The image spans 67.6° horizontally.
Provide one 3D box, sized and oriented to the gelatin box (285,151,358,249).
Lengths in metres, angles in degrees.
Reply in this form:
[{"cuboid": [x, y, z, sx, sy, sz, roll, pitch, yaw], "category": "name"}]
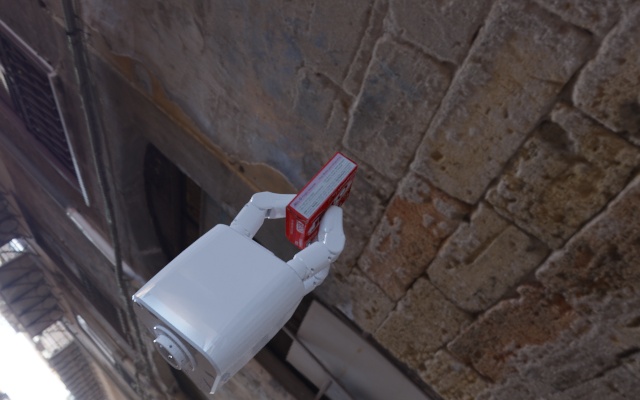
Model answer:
[{"cuboid": [0.000, 0.001, 0.509, 0.030, 0.089, 0.073, 36, -25, 12], "category": "gelatin box"}]
